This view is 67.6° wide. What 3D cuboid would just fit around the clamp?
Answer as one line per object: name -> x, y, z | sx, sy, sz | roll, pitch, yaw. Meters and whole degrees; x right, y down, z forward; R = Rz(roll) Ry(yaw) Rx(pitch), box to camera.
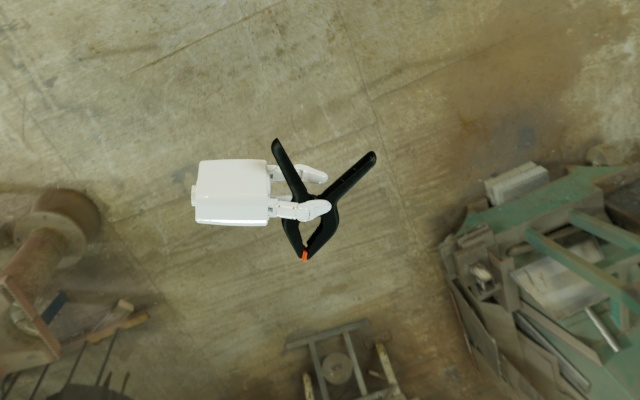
clamp -> 0.000, 0.003, 0.763 | 0.164, 0.210, 0.036 | 0, 26, -9
